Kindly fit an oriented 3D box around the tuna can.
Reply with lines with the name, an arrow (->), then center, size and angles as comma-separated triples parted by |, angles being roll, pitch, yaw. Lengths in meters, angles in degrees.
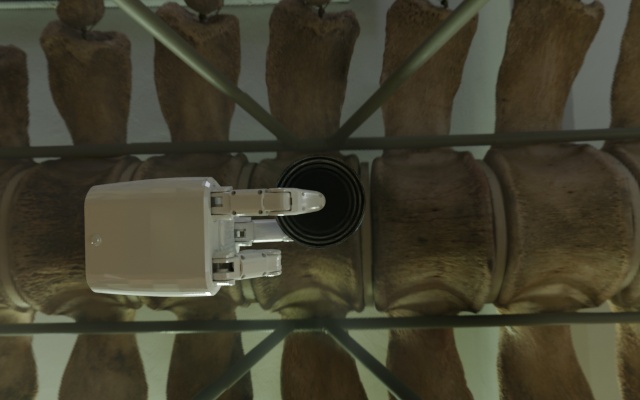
tuna can -> 0.000, 0.002, 0.448 | 0.086, 0.086, 0.034 | 0, -3, 7
